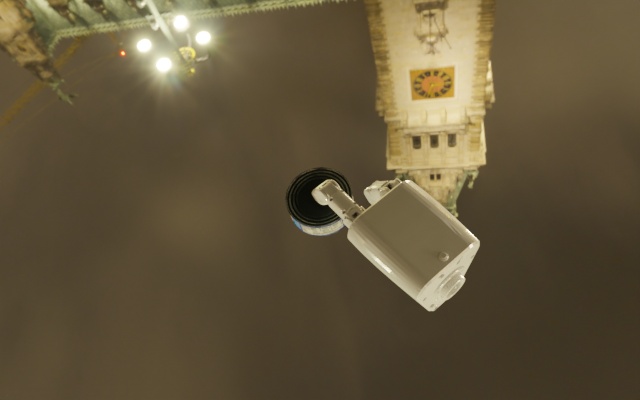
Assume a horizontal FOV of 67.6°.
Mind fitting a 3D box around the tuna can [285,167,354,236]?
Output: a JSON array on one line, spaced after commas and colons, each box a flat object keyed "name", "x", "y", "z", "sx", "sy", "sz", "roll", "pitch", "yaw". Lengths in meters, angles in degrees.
[{"name": "tuna can", "x": 0.000, "y": 0.002, "z": 0.614, "sx": 0.086, "sy": 0.086, "sz": 0.034, "roll": 0, "pitch": -29, "yaw": 10}]
